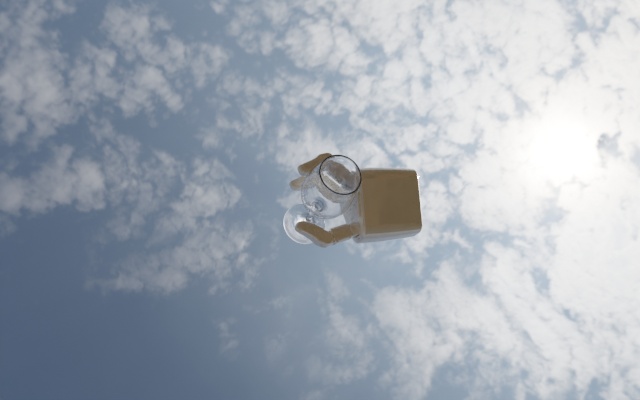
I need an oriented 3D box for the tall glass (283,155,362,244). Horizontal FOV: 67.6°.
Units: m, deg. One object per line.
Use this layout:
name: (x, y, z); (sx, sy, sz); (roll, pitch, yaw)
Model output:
tall glass: (0.000, 0.003, 0.739); (0.079, 0.079, 0.201); (0, -23, -17)
